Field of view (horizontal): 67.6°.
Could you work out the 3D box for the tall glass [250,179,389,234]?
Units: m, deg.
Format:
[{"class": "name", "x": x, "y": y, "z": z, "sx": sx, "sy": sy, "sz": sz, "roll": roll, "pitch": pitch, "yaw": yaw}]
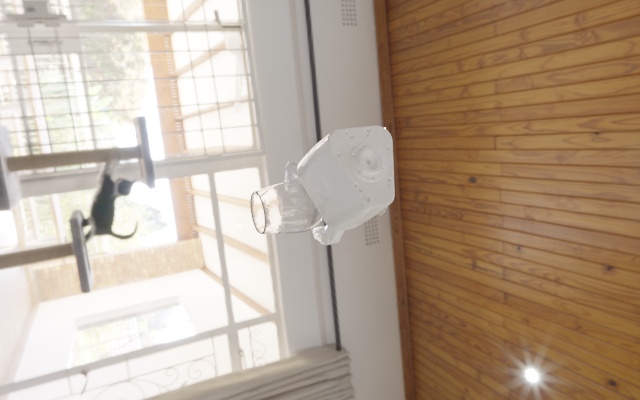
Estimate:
[{"class": "tall glass", "x": 0.001, "y": 0.002, "z": 0.713, "sx": 0.201, "sy": 0.079, "sz": 0.079, "roll": -10, "pitch": 4, "yaw": -25}]
